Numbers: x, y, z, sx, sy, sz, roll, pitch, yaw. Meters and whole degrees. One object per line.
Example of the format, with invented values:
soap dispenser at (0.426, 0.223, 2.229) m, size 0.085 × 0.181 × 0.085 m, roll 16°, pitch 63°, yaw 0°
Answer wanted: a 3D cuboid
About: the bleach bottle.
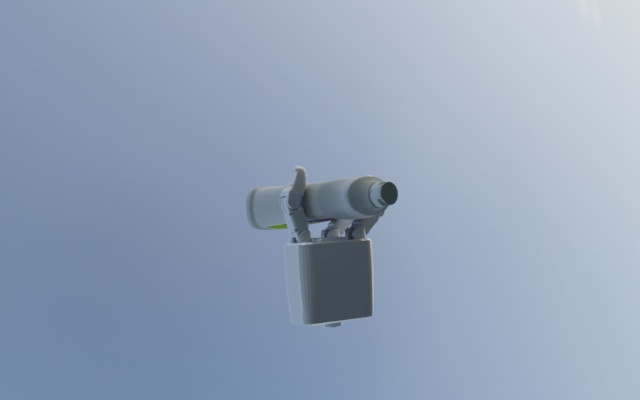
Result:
bleach bottle at (0.000, 0.002, 0.657) m, size 0.102 × 0.068 × 0.251 m, roll -1°, pitch -4°, yaw -37°
